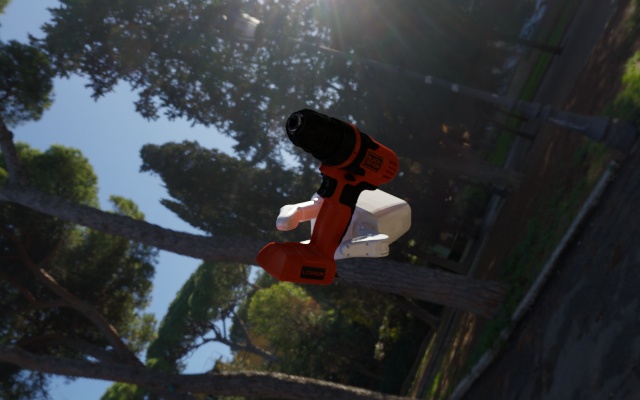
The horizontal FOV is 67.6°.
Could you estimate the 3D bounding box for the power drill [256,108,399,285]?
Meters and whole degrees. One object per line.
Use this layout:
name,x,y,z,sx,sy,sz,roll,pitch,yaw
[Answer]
power drill,0.000,0.002,0.544,0.184,0.188,0.057,18,13,-48
